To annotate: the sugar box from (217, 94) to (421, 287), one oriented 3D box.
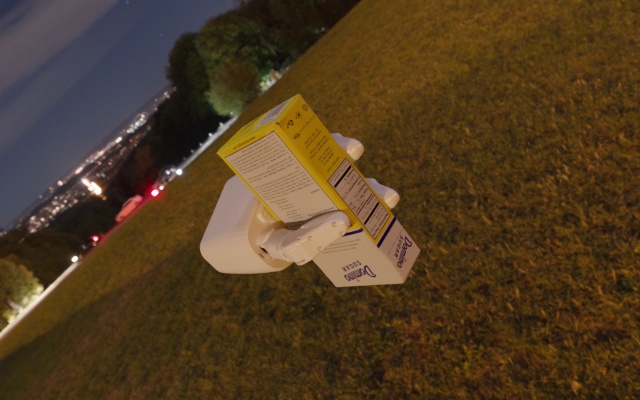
[{"bbox_3d":[0.000,0.001,0.419,0.093,0.176,0.048,-15,33,50],"label":"sugar box"}]
